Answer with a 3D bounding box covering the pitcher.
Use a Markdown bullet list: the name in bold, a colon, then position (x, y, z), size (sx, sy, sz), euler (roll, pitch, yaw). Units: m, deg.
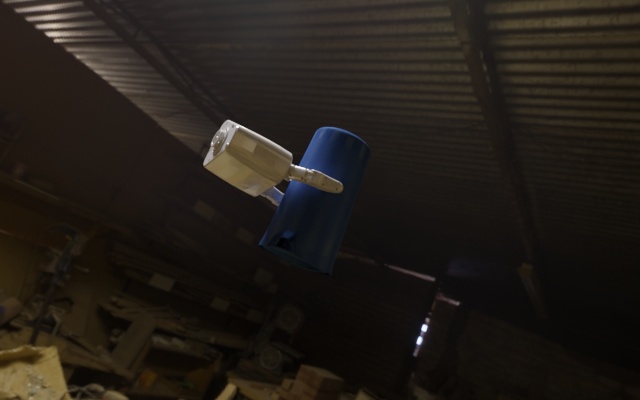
- **pitcher**: position (0.000, 0.003, 0.846), size (0.145, 0.242, 0.149), euler (29, -14, -24)
